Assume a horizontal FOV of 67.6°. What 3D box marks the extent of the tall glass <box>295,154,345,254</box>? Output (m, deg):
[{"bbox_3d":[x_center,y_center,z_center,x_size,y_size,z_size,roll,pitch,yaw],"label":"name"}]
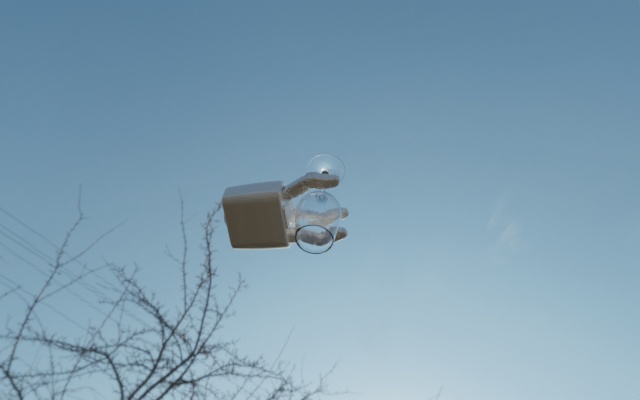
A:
[{"bbox_3d":[0.000,0.002,0.827,0.079,0.079,0.201,0,37,7],"label":"tall glass"}]
